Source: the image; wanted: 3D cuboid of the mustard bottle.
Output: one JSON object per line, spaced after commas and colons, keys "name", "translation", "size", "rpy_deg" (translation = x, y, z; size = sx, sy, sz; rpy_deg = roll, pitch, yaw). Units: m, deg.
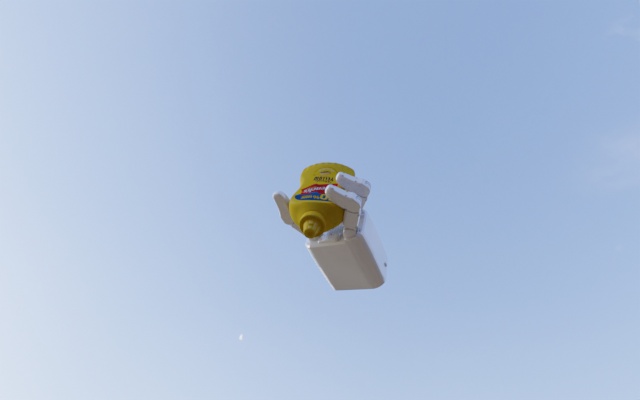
{"name": "mustard bottle", "translation": [0.000, 0.002, 0.780], "size": [0.096, 0.058, 0.191], "rpy_deg": [4, 31, 9]}
